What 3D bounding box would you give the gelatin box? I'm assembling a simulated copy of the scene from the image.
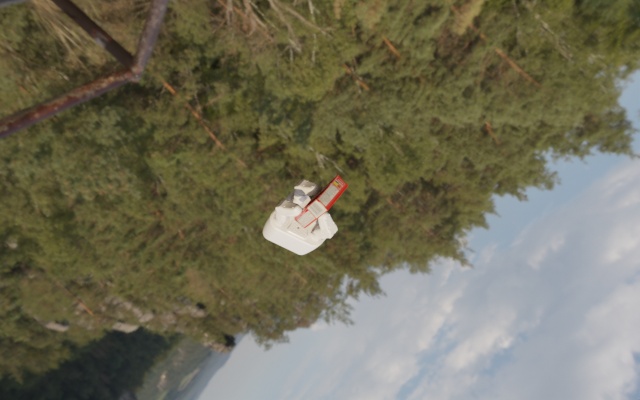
[{"bbox_3d":[0.001,0.003,0.838,0.073,0.030,0.089,-48,5,-37],"label":"gelatin box"}]
